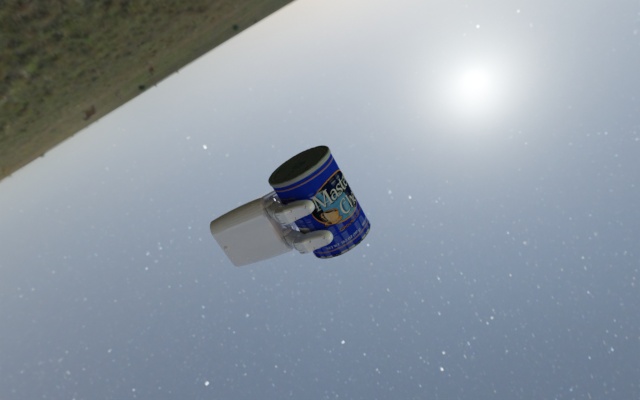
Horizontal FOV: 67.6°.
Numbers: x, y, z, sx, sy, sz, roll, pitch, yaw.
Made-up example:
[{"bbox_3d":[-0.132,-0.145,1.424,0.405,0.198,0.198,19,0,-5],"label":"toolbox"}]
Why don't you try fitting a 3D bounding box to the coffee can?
[{"bbox_3d":[0.000,0.002,0.725,0.103,0.140,0.102,-26,22,11],"label":"coffee can"}]
